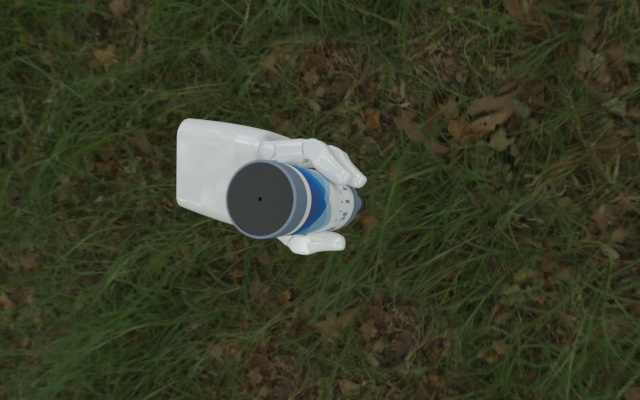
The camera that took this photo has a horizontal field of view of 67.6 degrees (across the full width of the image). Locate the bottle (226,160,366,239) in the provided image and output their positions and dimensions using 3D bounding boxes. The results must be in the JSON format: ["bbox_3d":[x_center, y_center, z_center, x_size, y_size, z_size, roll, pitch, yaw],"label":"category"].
[{"bbox_3d":[0.000,0.002,0.535,0.069,0.069,0.296,0,-1,20],"label":"bottle"}]
